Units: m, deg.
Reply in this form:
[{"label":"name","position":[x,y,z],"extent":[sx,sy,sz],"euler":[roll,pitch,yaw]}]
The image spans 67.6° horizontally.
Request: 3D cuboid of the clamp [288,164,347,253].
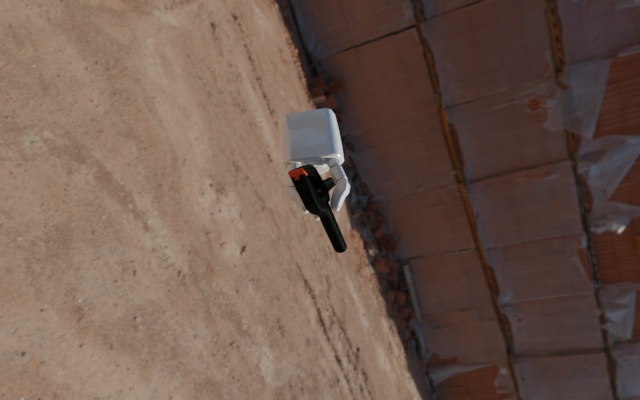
[{"label":"clamp","position":[0.001,0.002,0.879],"extent":[0.036,0.164,0.210],"euler":[-17,-22,16]}]
